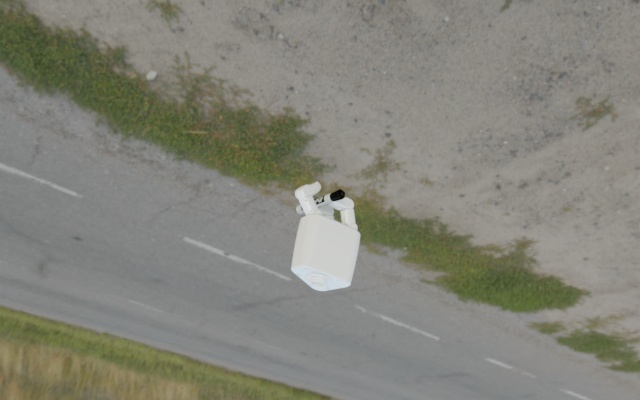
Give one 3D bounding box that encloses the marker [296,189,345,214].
[{"bbox_3d":[0.000,0.003,0.894,0.020,0.020,0.121,0,-15,-45],"label":"marker"}]
